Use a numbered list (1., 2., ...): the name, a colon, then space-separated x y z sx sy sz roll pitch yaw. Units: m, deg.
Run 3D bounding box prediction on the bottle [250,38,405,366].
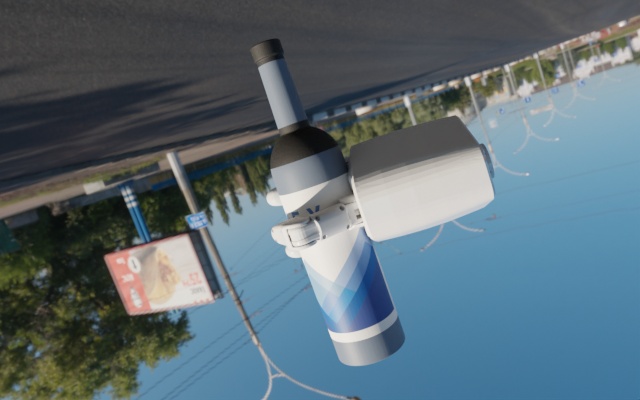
1. bottle: 0.000 0.002 0.435 0.069 0.296 0.069 -19 7 3
